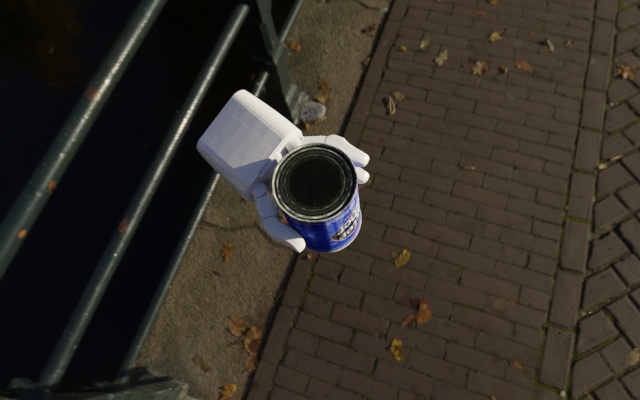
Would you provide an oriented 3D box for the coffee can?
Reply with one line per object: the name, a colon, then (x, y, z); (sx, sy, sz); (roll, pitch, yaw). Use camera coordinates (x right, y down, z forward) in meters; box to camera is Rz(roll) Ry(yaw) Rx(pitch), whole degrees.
coffee can: (0.000, 0.002, 0.624); (0.103, 0.102, 0.140); (0, -21, 7)
